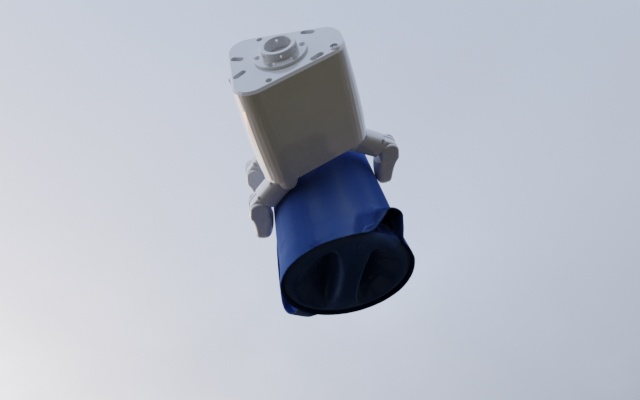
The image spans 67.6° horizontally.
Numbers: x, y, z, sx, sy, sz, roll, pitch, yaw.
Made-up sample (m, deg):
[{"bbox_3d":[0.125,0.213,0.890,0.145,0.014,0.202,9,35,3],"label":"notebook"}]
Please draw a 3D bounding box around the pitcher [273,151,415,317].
[{"bbox_3d":[0.000,0.002,0.544,0.149,0.242,0.145,-17,-43,3],"label":"pitcher"}]
